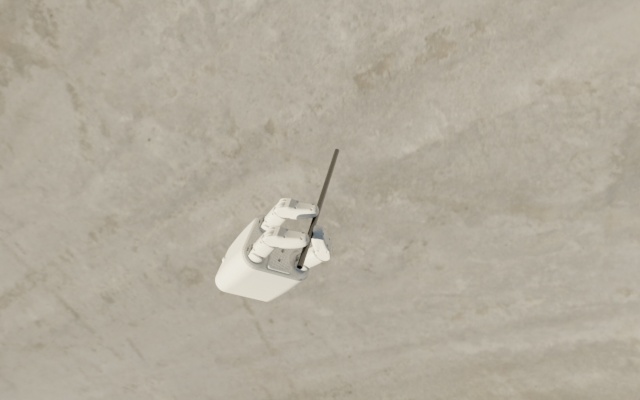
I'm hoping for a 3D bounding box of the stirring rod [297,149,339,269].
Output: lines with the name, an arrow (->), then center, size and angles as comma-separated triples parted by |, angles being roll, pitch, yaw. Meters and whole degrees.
stirring rod -> 0.000, 0.002, 0.694 | 0.011, 0.011, 0.239 | 0, 44, 18
